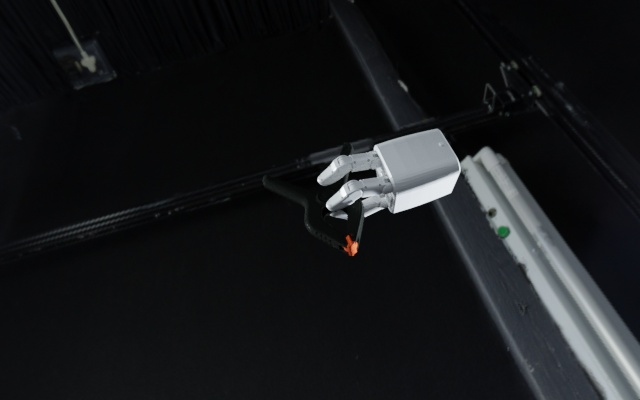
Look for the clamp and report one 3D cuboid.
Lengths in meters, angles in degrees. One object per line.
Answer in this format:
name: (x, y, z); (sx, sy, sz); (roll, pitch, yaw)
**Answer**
clamp: (0.001, 0.003, 0.759); (0.164, 0.209, 0.036); (-19, -39, 0)
